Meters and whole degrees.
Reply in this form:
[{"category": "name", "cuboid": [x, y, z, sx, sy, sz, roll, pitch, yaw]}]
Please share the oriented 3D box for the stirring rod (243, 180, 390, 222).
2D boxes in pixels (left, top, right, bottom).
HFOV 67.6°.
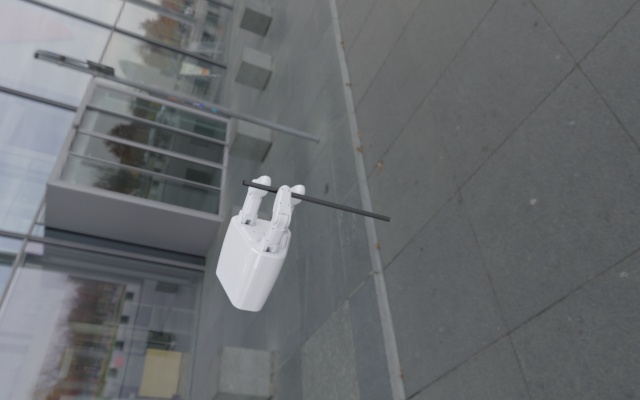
[{"category": "stirring rod", "cuboid": [0.000, 0.002, 0.717, 0.239, 0.011, 0.011, 14, -5, -21]}]
